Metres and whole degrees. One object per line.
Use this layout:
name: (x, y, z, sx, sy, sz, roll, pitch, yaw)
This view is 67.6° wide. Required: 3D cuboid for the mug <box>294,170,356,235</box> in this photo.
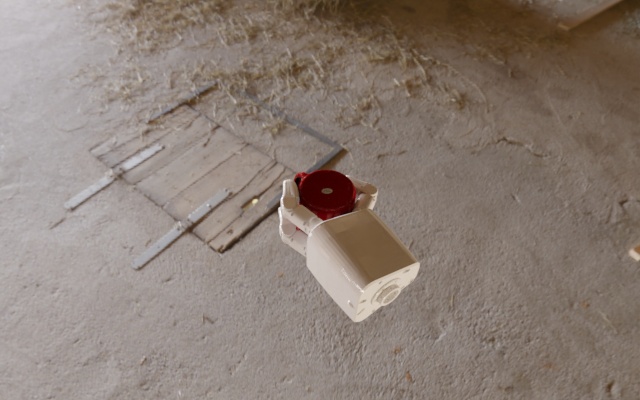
mug: (-0.001, 0.001, 0.696, 0.093, 0.082, 0.117, -27, 57, -25)
